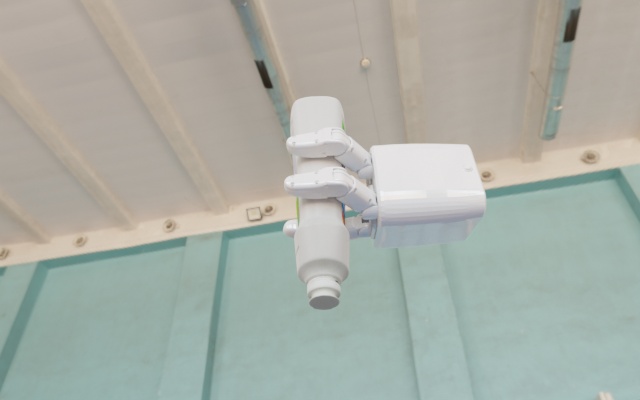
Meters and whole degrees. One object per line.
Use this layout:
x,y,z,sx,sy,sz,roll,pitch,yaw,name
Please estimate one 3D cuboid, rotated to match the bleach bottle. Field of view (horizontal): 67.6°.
0.000,0.002,0.518,0.068,0.250,0.103,-3,-39,1,bleach bottle
